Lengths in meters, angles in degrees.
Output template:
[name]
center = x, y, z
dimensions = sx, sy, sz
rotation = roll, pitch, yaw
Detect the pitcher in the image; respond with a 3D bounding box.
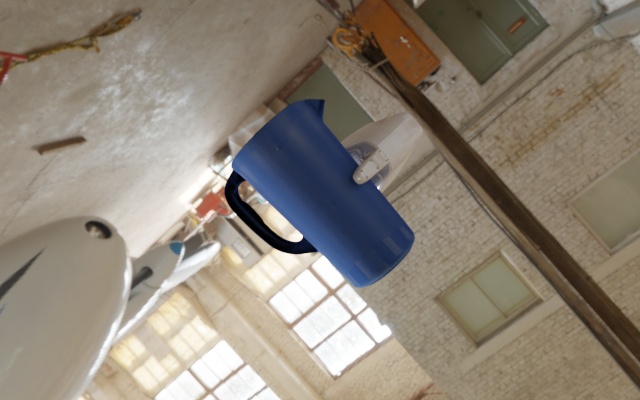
[pitcher]
center = 0.000, 0.002, 0.635
dimensions = 0.145, 0.243, 0.149
rotation = -44, 2, -38
